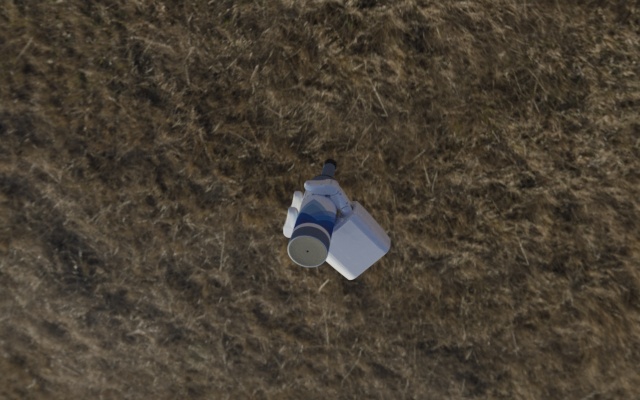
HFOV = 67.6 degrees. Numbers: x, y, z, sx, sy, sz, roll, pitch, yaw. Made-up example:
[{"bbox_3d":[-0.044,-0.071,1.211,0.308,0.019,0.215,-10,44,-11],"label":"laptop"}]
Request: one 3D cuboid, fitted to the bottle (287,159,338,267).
[{"bbox_3d":[0.000,0.003,0.889,0.069,0.069,0.295,0,33,10],"label":"bottle"}]
